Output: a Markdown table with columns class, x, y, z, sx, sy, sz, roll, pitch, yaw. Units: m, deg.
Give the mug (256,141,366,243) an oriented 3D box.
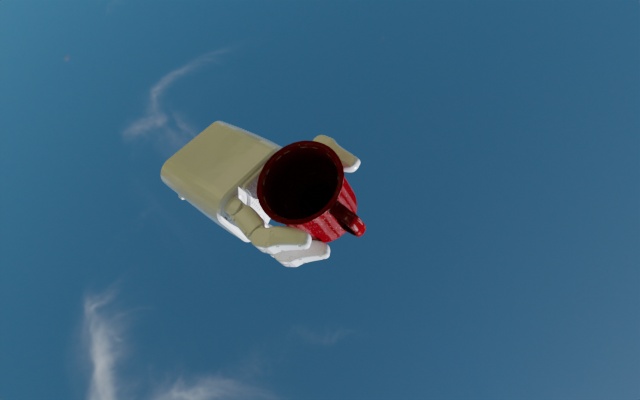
| class | x | y | z | sx | sy | sz | roll | pitch | yaw |
| --- | --- | --- | --- | --- | --- | --- | --- | --- | --- |
| mug | 0.001 | 0.002 | 0.503 | 0.117 | 0.093 | 0.081 | 31 | -10 | 29 |
